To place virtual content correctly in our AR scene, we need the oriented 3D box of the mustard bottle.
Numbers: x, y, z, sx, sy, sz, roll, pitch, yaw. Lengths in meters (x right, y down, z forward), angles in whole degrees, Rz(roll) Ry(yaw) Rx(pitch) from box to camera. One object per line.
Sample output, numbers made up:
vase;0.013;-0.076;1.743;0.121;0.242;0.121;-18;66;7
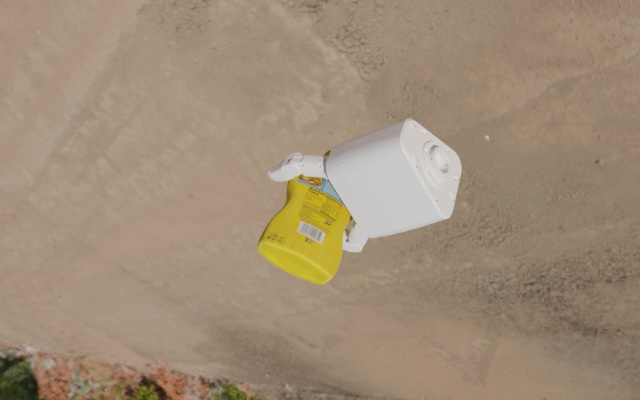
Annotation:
mustard bottle;0.000;0.002;0.601;0.096;0.191;0.058;28;-34;-7
